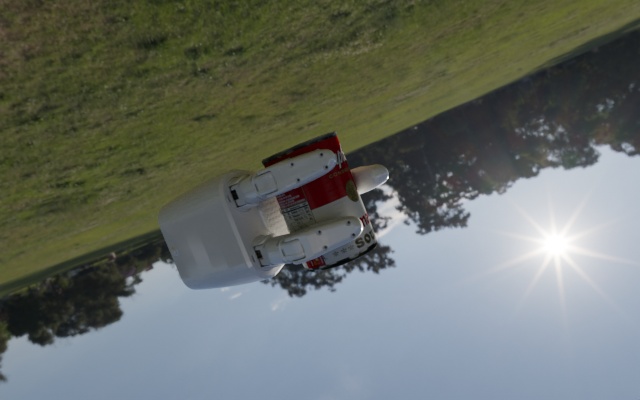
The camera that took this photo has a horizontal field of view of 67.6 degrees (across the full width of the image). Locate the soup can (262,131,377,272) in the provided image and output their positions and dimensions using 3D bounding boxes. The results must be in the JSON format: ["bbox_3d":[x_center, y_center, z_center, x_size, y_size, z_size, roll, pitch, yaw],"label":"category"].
[{"bbox_3d":[0.001,0.001,0.406,0.068,0.102,0.068,-21,4,1],"label":"soup can"}]
